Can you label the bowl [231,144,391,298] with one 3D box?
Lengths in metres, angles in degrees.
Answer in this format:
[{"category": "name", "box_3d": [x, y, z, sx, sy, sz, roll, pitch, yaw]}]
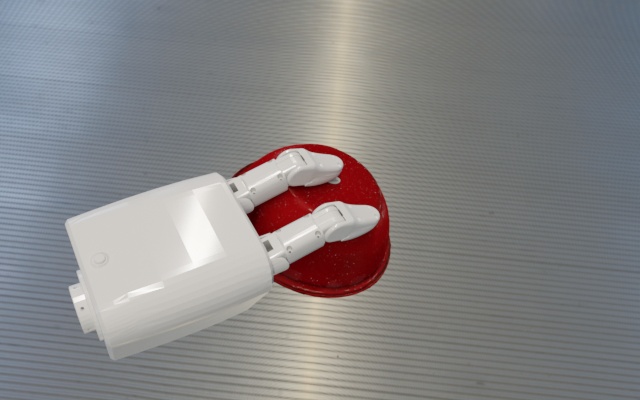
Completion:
[{"category": "bowl", "box_3d": [0.001, 0.001, 0.416, 0.162, 0.162, 0.055, 0, -42, -30]}]
